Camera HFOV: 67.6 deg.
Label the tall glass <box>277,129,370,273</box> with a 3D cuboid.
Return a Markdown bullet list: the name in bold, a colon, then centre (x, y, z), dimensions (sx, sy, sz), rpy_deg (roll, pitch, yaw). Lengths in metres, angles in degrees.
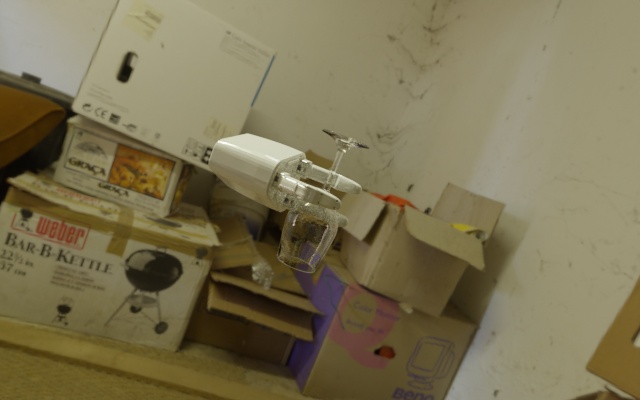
- **tall glass**: centre (0.000, 0.002, 0.699), dimensions (0.079, 0.201, 0.079), rpy_deg (21, 4, -2)
